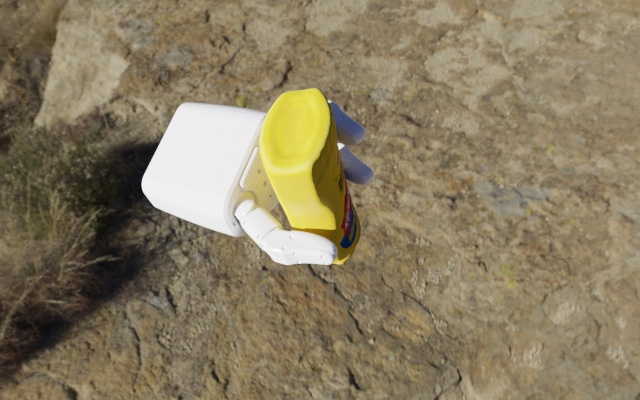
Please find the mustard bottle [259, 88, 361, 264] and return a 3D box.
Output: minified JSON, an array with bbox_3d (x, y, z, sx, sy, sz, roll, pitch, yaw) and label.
[{"bbox_3d":[0.000,0.001,0.434,0.058,0.096,0.192,-6,-40,11],"label":"mustard bottle"}]
